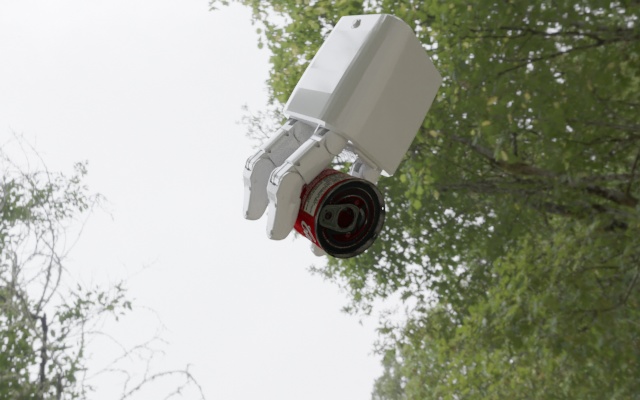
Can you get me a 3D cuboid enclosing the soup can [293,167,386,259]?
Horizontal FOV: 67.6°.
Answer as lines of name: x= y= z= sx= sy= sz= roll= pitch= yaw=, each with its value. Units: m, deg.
soup can: x=0.000 y=0.002 z=0.425 sx=0.068 sy=0.068 sz=0.102 roll=0 pitch=16 yaw=-32
